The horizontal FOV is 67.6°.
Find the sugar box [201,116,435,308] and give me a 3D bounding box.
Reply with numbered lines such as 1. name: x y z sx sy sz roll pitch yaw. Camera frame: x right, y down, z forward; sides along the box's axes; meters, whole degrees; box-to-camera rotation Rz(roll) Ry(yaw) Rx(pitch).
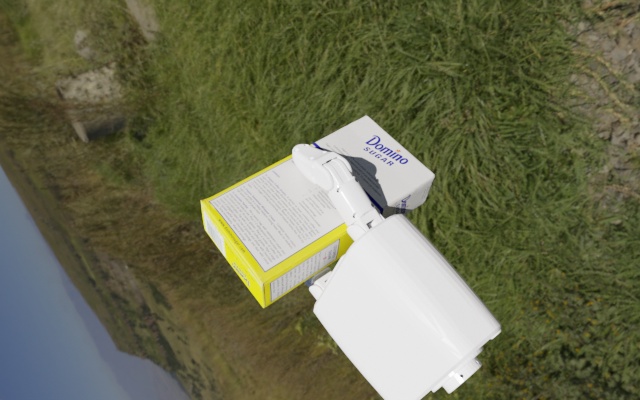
1. sugar box: 0.000 0.002 0.401 0.176 0.093 0.048 -28 -30 -26
